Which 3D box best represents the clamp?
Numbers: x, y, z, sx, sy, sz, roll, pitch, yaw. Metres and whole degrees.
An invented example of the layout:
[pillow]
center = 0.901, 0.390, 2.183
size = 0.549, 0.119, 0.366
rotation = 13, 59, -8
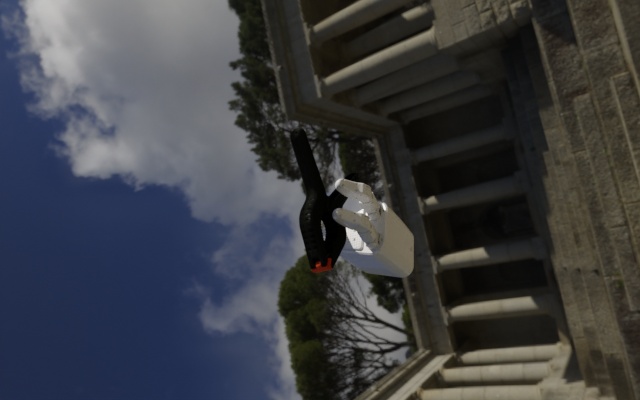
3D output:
[clamp]
center = 0.000, 0.003, 0.718
size = 0.036, 0.209, 0.165
rotation = -18, -41, 35
